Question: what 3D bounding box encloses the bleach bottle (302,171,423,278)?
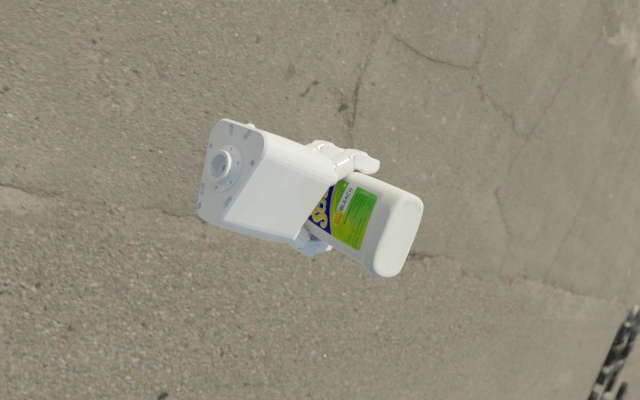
[{"bbox_3d":[0.000,0.002,0.603,0.250,0.102,0.068,23,3,40],"label":"bleach bottle"}]
